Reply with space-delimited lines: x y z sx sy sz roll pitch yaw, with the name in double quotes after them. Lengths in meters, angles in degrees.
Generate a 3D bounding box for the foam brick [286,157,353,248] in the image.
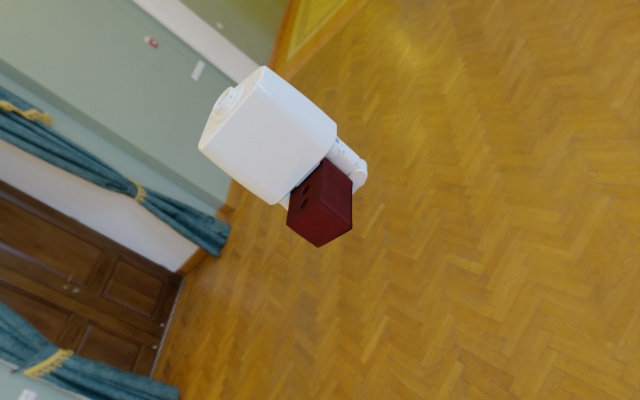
0.000 0.002 0.526 0.053 0.078 0.051 -34 -57 30 "foam brick"
